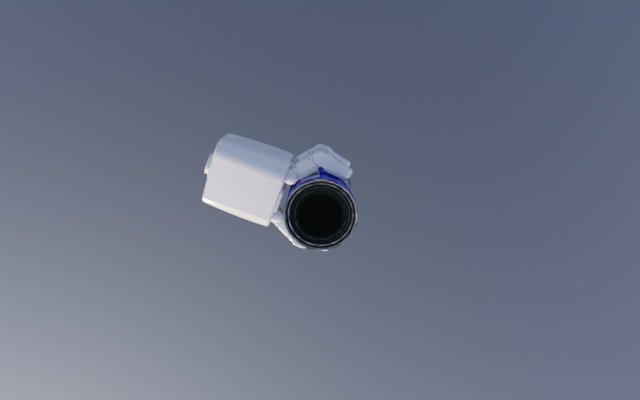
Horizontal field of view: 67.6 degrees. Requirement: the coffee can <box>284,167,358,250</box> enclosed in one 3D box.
[{"bbox_3d":[0.000,0.002,0.720,0.103,0.103,0.140,0,15,0],"label":"coffee can"}]
